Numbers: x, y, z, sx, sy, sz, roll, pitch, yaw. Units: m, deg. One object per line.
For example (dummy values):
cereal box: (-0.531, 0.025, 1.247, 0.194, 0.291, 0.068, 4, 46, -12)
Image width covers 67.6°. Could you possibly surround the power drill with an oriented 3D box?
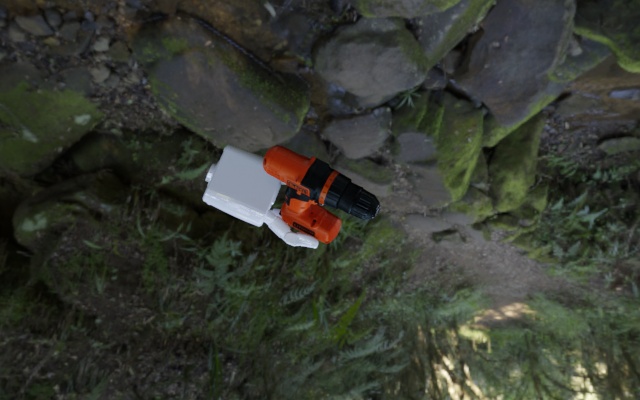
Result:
power drill: (0.000, 0.003, 0.751, 0.184, 0.057, 0.188, 29, -24, 11)
